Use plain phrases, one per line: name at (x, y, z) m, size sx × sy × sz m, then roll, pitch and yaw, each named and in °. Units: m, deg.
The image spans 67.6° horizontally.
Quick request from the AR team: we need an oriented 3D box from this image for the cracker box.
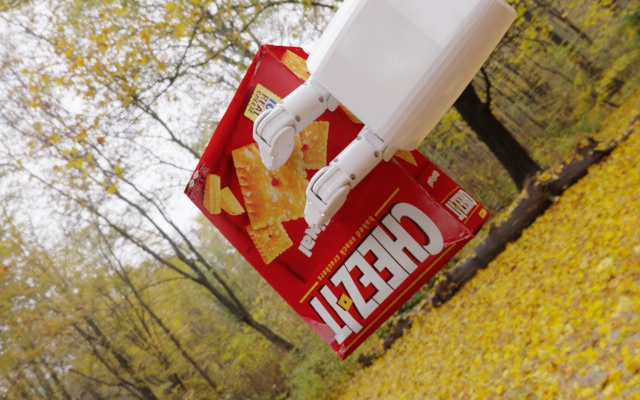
cracker box at (0.000, 0.001, 0.403) m, size 0.213 × 0.164 × 0.072 m, roll 44°, pitch 30°, yaw 12°
